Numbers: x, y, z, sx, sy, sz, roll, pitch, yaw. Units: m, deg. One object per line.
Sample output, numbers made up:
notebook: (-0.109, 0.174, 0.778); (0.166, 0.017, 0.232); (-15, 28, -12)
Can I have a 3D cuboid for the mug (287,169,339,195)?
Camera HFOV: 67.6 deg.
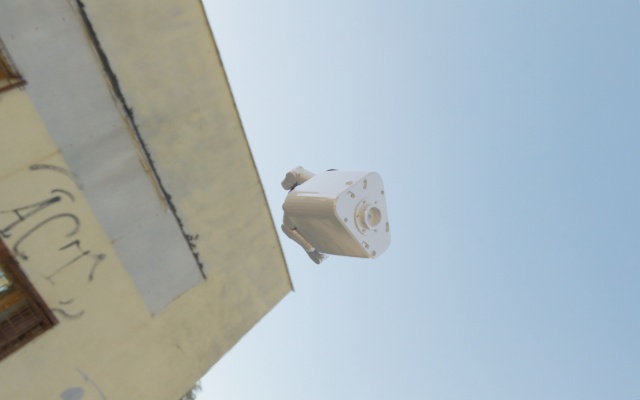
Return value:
mug: (-0.001, 0.002, 0.762); (0.081, 0.093, 0.117); (-35, 22, -31)
